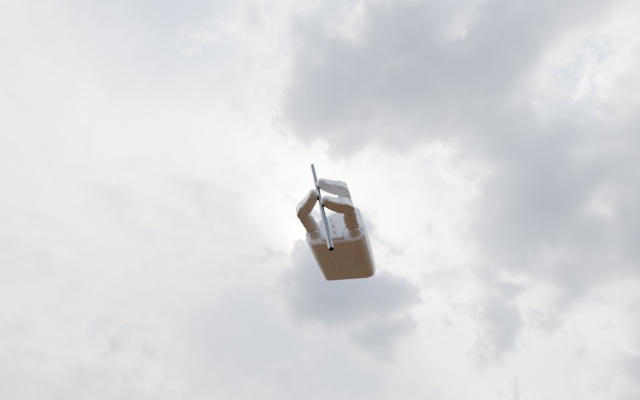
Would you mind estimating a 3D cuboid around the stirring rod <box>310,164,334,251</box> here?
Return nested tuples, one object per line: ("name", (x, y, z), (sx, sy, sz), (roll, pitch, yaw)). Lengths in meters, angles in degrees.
("stirring rod", (0.000, 0.003, 0.802), (0.011, 0.011, 0.239), (0, 35, -9))
